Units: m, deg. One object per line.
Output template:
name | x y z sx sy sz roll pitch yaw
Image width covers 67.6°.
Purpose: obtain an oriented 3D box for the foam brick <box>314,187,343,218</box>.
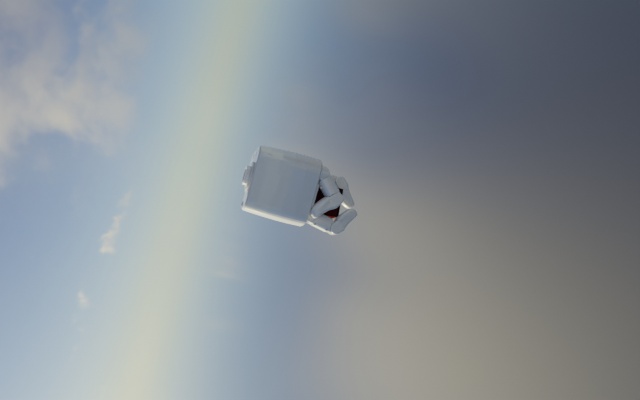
foam brick | 0.000 0.003 0.844 0.051 0.053 0.078 14 -12 -15
